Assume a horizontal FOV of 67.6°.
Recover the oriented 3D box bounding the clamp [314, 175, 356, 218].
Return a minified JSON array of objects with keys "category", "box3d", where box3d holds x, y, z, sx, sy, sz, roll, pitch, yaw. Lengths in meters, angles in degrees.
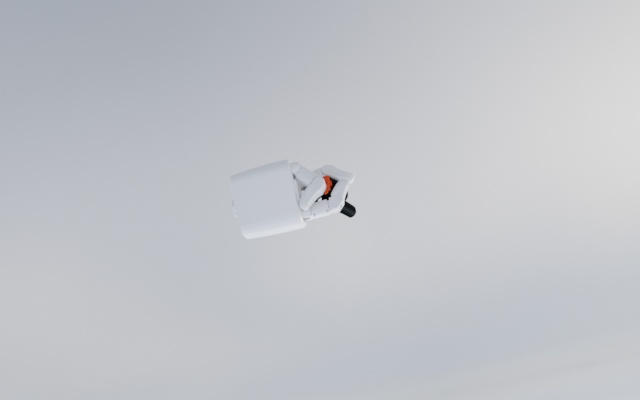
[{"category":"clamp","box3d":[0.000,0.003,0.881,0.120,0.039,0.171,-14,-24,4]}]
